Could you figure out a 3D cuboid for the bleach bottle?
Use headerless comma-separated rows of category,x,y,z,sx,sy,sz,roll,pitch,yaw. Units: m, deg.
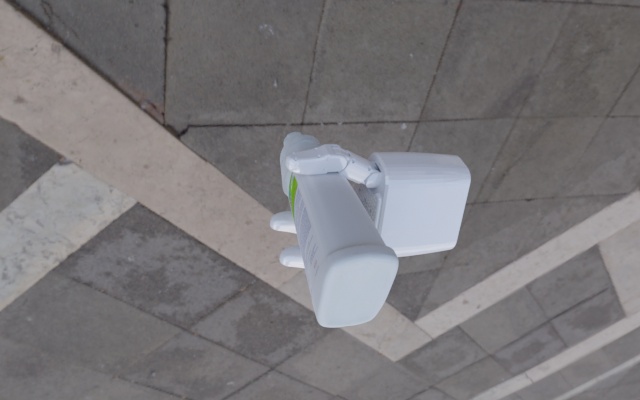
bleach bottle,0.000,0.002,0.502,0.068,0.103,0.250,-3,42,-17
